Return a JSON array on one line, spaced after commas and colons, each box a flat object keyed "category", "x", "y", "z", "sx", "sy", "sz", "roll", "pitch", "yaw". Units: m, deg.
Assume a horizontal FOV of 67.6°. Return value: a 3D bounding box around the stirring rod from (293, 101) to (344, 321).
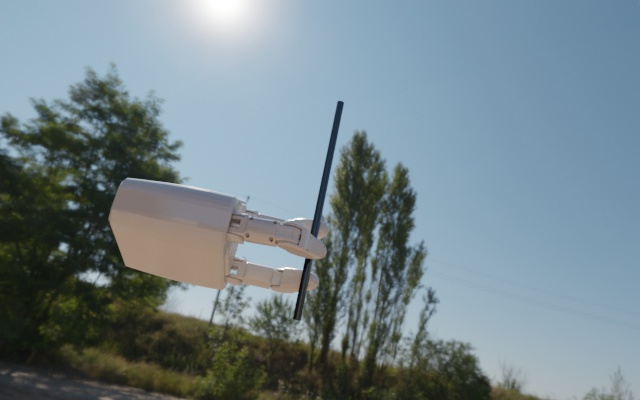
[{"category": "stirring rod", "x": 0.000, "y": 0.002, "z": 0.491, "sx": 0.011, "sy": 0.239, "sz": 0.011, "roll": 10, "pitch": -20, "yaw": 4}]
